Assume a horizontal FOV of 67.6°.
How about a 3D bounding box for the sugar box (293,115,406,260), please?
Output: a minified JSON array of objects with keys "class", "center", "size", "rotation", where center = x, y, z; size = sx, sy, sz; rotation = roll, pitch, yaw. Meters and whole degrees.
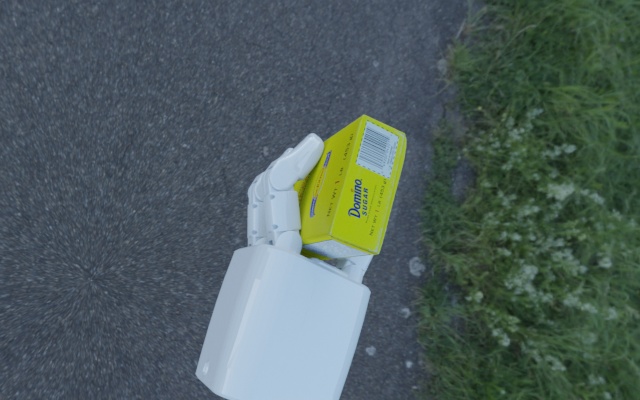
[{"class":"sugar box","center":[0.000,0.001,0.402],"size":[0.048,0.093,0.176],"rotation":[23,-18,-20]}]
